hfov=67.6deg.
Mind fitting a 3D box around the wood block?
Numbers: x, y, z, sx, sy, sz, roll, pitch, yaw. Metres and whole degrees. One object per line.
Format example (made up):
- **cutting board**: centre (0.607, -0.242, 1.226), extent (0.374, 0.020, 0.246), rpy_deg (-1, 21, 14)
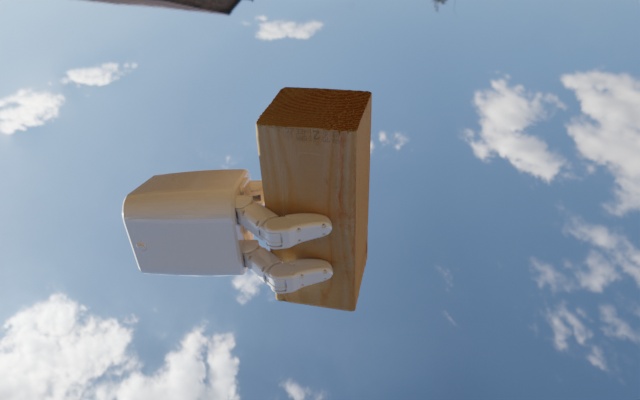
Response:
- **wood block**: centre (0.000, 0.001, 0.481), extent (0.090, 0.206, 0.090), rpy_deg (6, 35, 11)
